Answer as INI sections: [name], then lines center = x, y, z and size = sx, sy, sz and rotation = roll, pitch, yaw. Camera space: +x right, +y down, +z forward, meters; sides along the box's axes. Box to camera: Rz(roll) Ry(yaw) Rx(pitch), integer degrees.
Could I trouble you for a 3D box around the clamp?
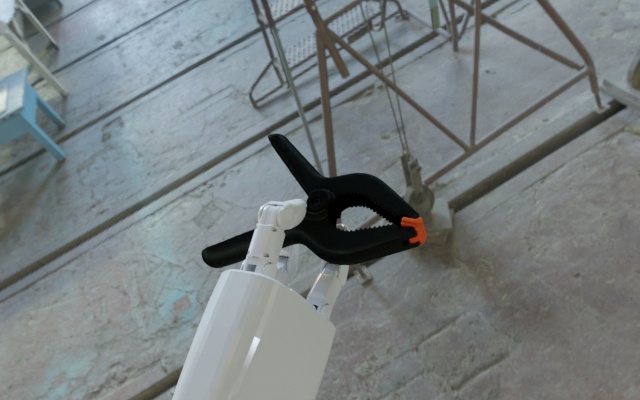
[clamp]
center = 0.000, 0.001, 0.463
size = 0.210, 0.164, 0.036
rotation = 4, -31, 24
